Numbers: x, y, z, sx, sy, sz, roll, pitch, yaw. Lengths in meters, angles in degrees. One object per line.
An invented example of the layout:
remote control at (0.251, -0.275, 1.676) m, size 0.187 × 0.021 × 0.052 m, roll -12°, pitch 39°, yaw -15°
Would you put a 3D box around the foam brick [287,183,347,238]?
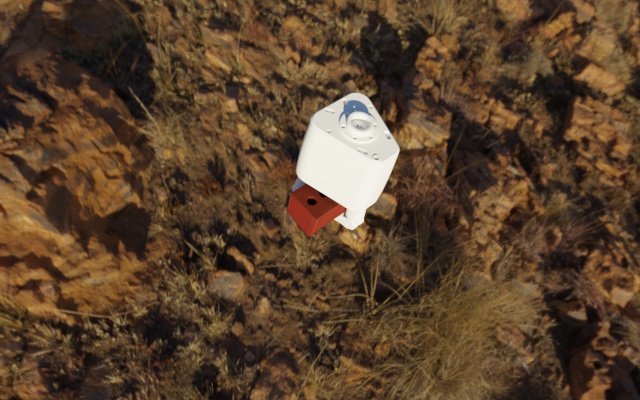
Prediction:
foam brick at (0.000, 0.002, 0.663) m, size 0.078 × 0.053 × 0.051 m, roll -34°, pitch -19°, yaw -27°
